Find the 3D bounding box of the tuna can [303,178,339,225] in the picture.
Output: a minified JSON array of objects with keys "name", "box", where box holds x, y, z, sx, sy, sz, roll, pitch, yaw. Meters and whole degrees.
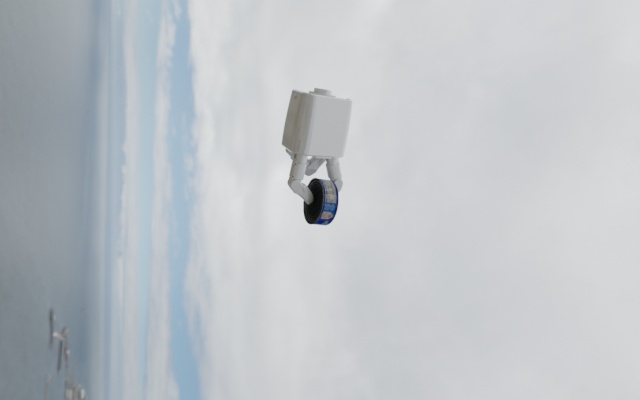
[{"name":"tuna can","box":[0.001,0.003,0.877,0.034,0.086,0.086,7,-3,-25]}]
